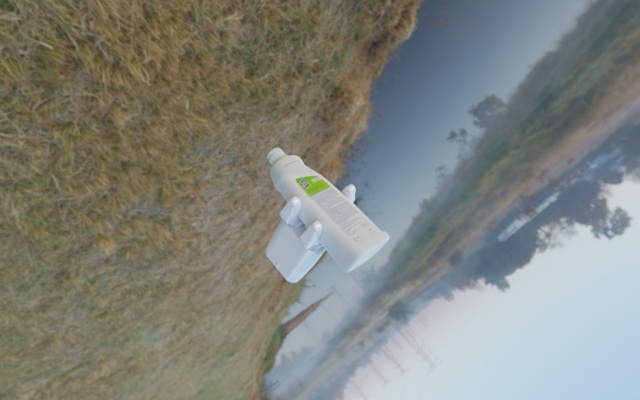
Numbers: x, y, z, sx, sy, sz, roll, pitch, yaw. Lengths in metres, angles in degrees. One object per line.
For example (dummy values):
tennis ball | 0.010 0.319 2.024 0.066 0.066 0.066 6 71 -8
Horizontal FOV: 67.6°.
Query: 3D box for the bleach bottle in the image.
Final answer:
bleach bottle | 0.000 0.003 0.831 0.102 0.250 0.068 -24 -23 -46
